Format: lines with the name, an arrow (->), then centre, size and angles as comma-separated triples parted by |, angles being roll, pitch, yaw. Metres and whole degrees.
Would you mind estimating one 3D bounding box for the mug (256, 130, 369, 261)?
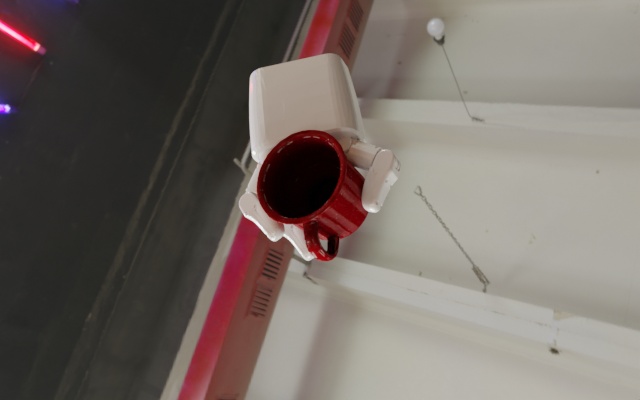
mug -> 0.000, 0.003, 0.460 | 0.093, 0.117, 0.081 | -18, -27, 21
